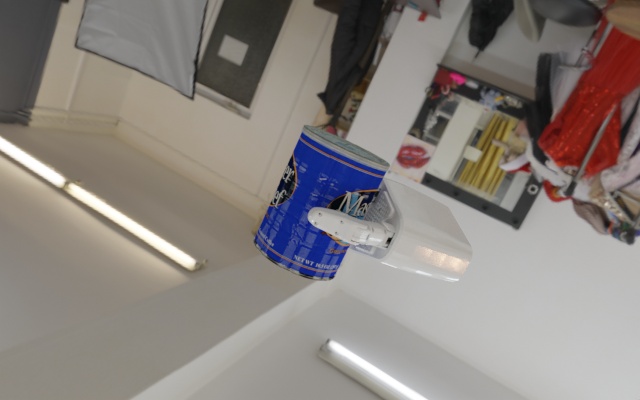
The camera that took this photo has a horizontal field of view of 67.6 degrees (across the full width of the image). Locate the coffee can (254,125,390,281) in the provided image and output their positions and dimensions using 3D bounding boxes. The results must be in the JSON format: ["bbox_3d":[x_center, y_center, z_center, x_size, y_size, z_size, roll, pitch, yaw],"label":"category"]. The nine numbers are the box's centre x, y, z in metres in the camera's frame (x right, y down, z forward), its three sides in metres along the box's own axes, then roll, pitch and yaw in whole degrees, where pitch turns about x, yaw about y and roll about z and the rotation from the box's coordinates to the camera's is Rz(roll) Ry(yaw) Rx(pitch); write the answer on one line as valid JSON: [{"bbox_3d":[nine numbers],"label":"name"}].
[{"bbox_3d":[0.000,0.002,0.527,0.103,0.140,0.102,24,12,-6],"label":"coffee can"}]
